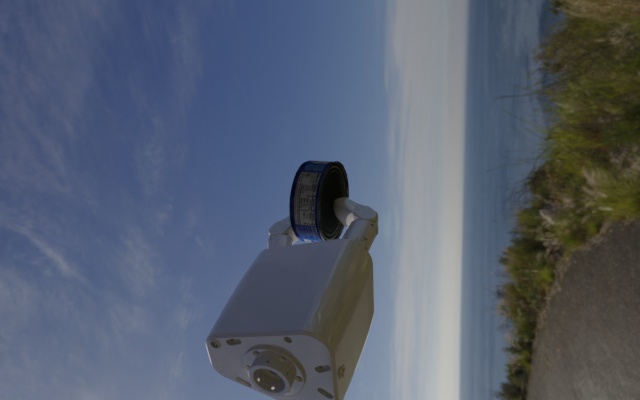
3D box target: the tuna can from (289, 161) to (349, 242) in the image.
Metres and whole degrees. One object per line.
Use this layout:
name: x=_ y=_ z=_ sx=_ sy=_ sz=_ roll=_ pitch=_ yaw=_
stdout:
tuna can: x=0.000 y=0.002 z=0.491 sx=0.034 sy=0.086 sz=0.086 roll=5 pitch=2 yaw=21
